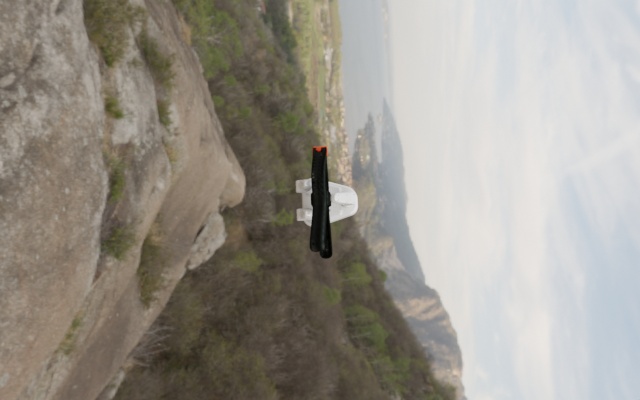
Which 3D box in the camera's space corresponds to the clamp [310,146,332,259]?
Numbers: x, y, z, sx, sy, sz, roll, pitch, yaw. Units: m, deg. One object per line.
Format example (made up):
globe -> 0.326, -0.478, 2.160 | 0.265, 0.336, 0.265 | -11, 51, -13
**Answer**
clamp -> 0.001, 0.002, 0.860 | 0.036, 0.210, 0.164 | -2, -4, 5
